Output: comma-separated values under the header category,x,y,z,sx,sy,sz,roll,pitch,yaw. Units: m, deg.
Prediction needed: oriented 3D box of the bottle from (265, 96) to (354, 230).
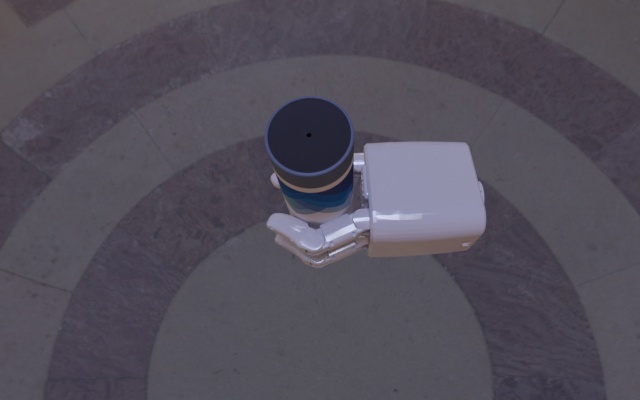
category,x,y,z,sx,sy,sz,roll,pitch,yaw
bottle,0.000,0.001,0.488,0.069,0.069,0.296,0,-20,4
